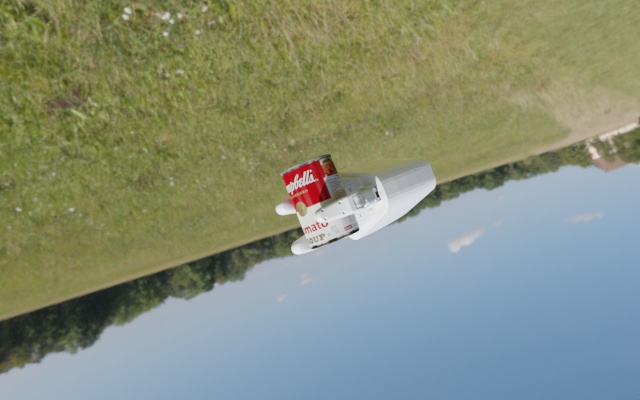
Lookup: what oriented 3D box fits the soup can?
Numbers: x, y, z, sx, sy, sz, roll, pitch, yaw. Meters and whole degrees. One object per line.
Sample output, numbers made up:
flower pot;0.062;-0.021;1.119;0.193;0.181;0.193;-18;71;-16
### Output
soup can;0.000;0.002;0.596;0.068;0.102;0.068;-22;-1;0
